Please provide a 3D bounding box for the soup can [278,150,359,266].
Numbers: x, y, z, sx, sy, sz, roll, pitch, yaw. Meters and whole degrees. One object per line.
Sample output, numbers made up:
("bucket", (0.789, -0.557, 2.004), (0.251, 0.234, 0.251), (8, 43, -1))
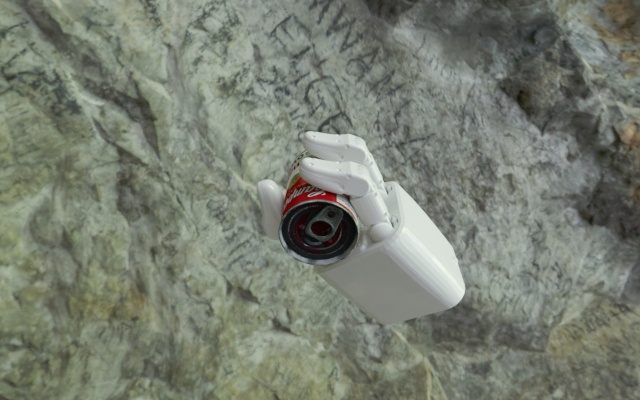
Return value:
("soup can", (0.000, 0.001, 0.443), (0.068, 0.068, 0.102), (0, 33, 2))
